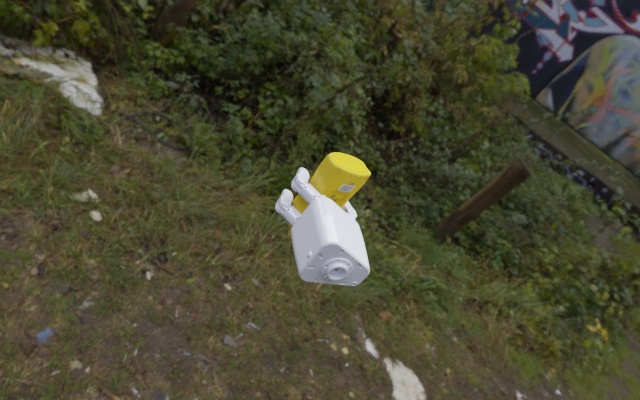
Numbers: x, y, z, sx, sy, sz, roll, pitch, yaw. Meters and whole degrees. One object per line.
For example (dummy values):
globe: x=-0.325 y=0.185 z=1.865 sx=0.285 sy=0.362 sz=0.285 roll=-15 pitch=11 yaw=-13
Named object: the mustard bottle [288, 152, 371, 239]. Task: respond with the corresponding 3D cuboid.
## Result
mustard bottle: x=0.000 y=0.002 z=0.854 sx=0.096 sy=0.058 sz=0.192 roll=6 pitch=-48 yaw=-46
